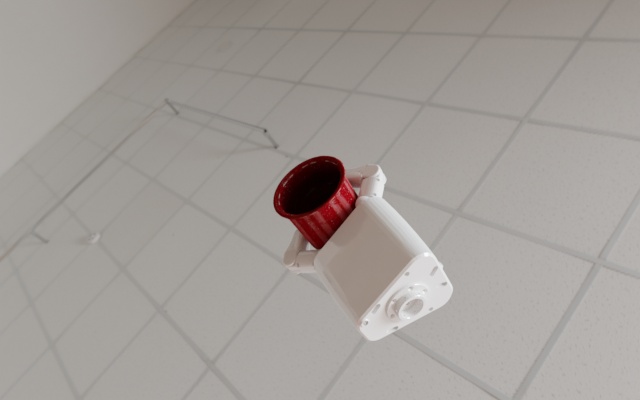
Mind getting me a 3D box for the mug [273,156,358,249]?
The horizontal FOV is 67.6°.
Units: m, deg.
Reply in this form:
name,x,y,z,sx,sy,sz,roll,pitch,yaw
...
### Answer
name,x,y,z,sx,sy,sz,roll,pitch,yaw
mug,0.000,0.001,0.575,0.093,0.081,0.117,-36,39,1
